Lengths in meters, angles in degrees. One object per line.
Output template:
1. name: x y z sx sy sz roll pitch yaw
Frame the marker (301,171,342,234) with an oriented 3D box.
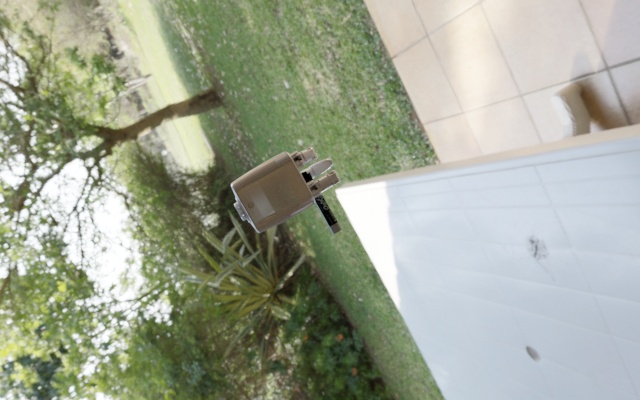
1. marker: 0.000 0.003 0.838 0.020 0.121 0.020 -30 2 1
